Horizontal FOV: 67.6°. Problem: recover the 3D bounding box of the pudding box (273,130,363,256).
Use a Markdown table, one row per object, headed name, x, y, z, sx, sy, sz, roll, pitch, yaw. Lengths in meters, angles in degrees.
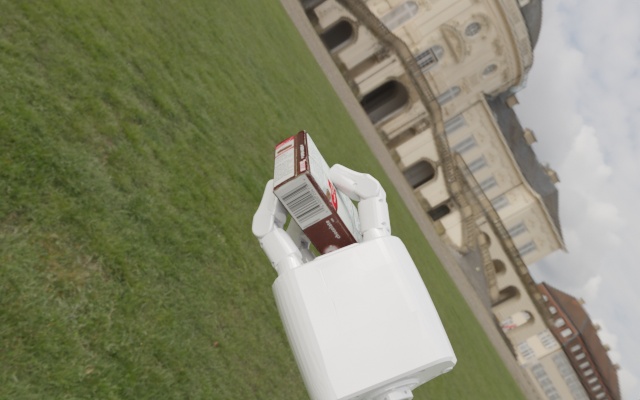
| name | x | y | z | sx | sy | sz | roll | pitch | yaw |
| --- | --- | --- | --- | --- | --- | --- | --- | --- | --- |
| pudding box | 0.000 | 0.001 | 0.451 | 0.039 | 0.113 | 0.090 | -27 | 30 | 11 |
